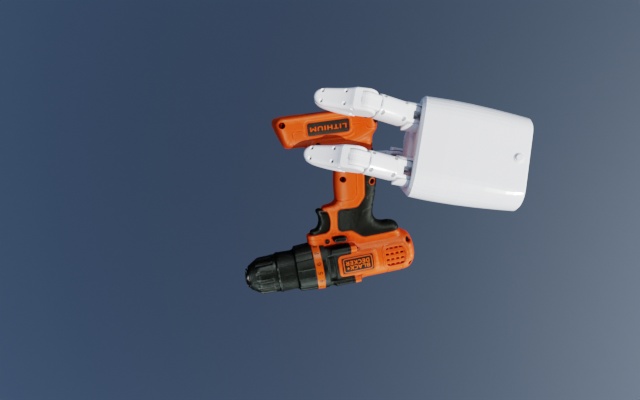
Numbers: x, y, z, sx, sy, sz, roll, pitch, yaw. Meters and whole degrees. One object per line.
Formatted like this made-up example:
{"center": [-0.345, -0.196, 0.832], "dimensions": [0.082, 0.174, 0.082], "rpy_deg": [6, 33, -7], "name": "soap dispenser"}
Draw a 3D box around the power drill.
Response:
{"center": [0.000, 0.001, 0.504], "dimensions": [0.184, 0.188, 0.057], "rpy_deg": [-10, 14, -8], "name": "power drill"}
